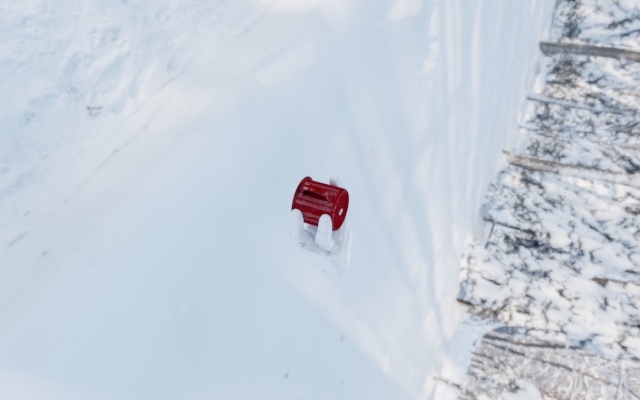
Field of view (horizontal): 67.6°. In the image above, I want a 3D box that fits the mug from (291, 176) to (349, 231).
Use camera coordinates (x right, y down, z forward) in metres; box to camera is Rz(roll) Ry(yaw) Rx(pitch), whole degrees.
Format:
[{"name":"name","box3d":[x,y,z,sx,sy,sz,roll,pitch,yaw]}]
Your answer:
[{"name":"mug","box3d":[0.000,0.002,0.874,0.081,0.093,0.117,15,-24,21]}]
